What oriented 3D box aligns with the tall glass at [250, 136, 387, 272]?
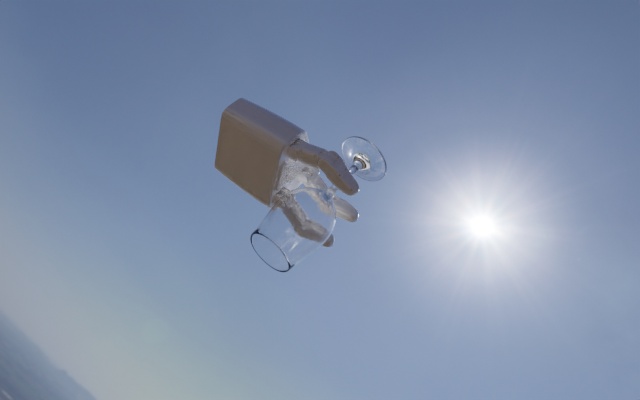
[{"bbox_3d":[0.001,0.002,0.611,0.079,0.079,0.201,0,37,49],"label":"tall glass"}]
